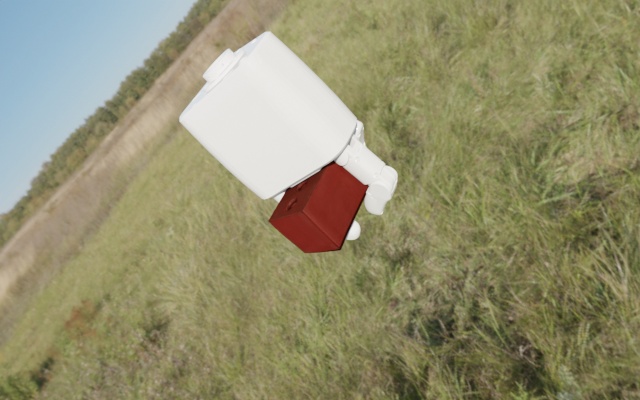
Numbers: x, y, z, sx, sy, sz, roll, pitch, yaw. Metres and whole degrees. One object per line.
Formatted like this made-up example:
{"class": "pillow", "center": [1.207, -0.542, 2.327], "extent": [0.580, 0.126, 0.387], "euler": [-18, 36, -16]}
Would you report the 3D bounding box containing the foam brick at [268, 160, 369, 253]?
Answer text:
{"class": "foam brick", "center": [0.000, 0.002, 0.431], "extent": [0.051, 0.078, 0.053], "euler": [43, -34, -25]}
